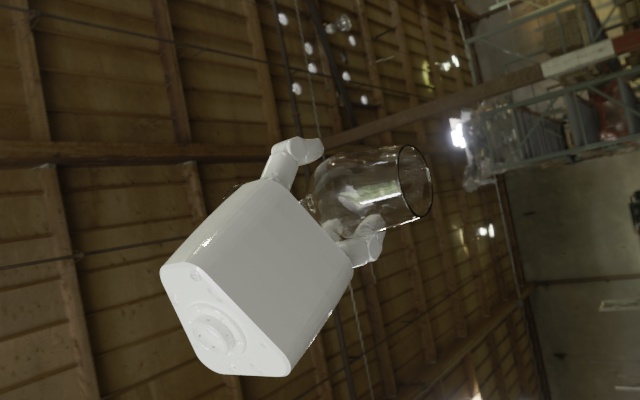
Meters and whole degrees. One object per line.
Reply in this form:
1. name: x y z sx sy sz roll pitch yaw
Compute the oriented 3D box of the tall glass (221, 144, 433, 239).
1. tall glass: 0.000 0.001 0.448 0.201 0.079 0.079 -13 -8 36
